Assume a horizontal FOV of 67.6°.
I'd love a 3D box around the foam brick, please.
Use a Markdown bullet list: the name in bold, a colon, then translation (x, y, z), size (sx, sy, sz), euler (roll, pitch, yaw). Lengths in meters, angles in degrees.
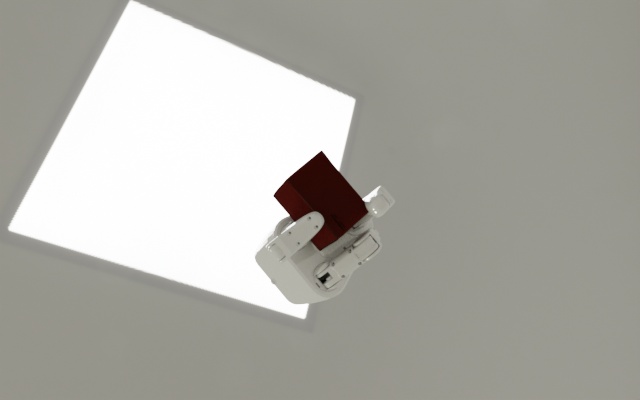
- **foam brick**: translation (0.000, 0.001, 0.477), size (0.053, 0.078, 0.051), euler (-39, 0, -27)
